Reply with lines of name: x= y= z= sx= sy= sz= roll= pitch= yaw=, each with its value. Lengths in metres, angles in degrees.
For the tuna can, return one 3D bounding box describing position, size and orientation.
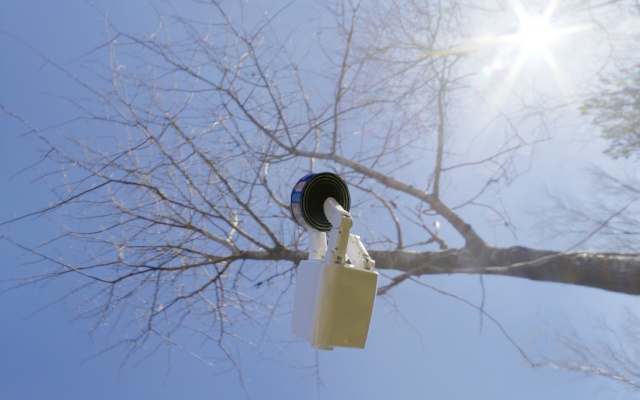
tuna can: x=0.000 y=0.002 z=0.687 sx=0.086 sy=0.086 sz=0.034 roll=0 pitch=0 yaw=-34
